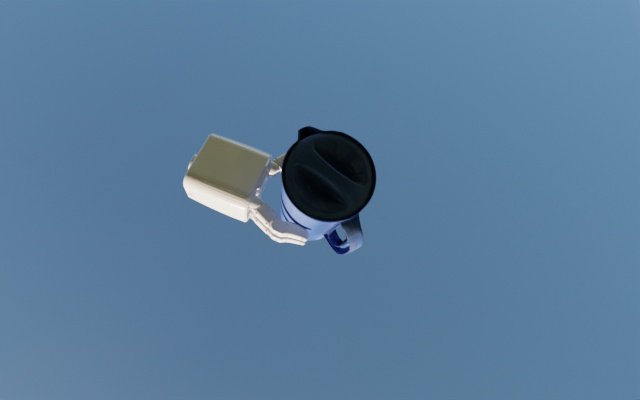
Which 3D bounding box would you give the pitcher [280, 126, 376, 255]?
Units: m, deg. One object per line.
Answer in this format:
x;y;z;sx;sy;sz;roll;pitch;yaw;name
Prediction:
0.000;0.002;0.763;0.145;0.149;0.243;20;-16;-3;pitcher
